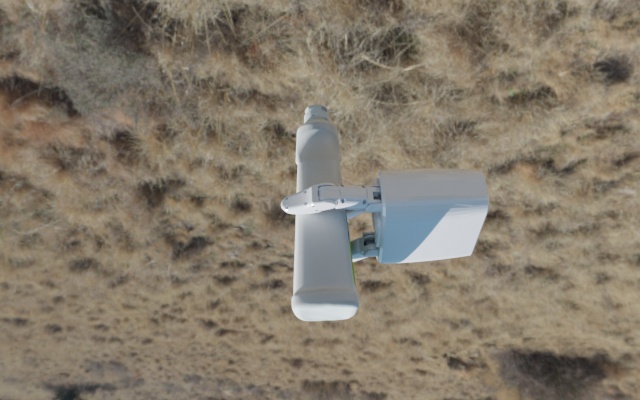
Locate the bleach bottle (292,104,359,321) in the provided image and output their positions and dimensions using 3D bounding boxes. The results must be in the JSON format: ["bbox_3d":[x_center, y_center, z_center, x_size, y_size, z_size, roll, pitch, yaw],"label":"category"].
[{"bbox_3d":[0.000,0.002,0.537,0.068,0.250,0.103,-3,-22,0],"label":"bleach bottle"}]
